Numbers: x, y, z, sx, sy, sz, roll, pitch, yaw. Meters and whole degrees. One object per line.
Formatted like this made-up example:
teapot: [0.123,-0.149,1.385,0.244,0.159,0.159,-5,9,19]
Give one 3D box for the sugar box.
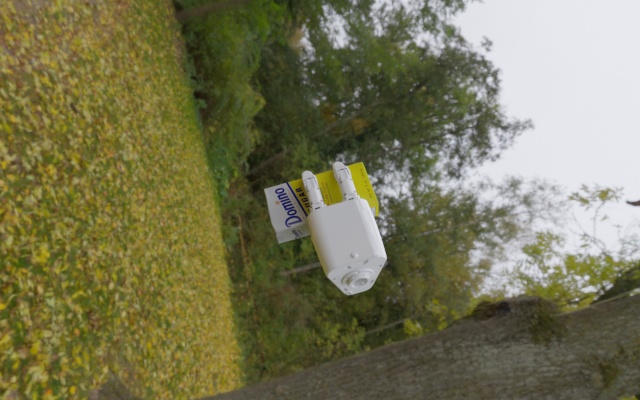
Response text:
sugar box: [0.000,0.002,0.802,0.176,0.093,0.048,-15,-33,-5]
